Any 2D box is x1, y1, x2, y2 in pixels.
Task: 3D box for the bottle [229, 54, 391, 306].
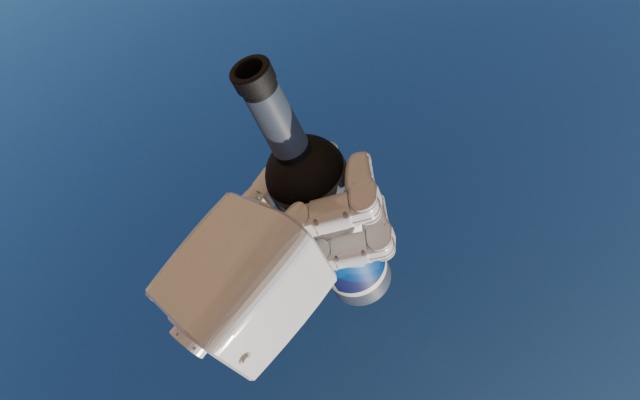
[{"bbox_3d":[0.000,0.001,0.407,0.069,0.069,0.296,0,-34,21],"label":"bottle"}]
